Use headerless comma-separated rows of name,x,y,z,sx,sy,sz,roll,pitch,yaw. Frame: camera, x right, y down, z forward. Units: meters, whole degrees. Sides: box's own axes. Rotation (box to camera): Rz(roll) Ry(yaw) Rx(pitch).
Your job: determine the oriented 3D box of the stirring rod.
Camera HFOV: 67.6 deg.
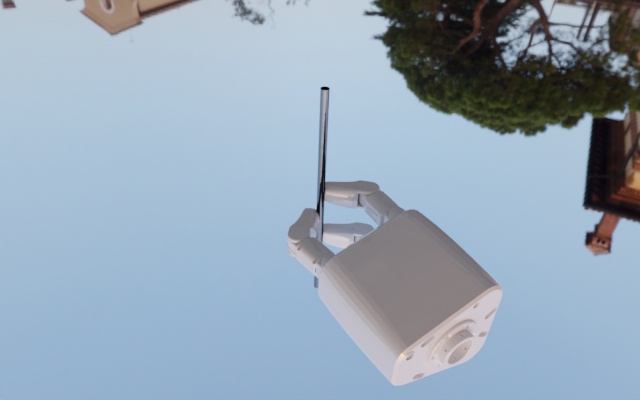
stirring rod,0.000,0.002,0.475,0.011,0.240,0.011,1,37,-1
